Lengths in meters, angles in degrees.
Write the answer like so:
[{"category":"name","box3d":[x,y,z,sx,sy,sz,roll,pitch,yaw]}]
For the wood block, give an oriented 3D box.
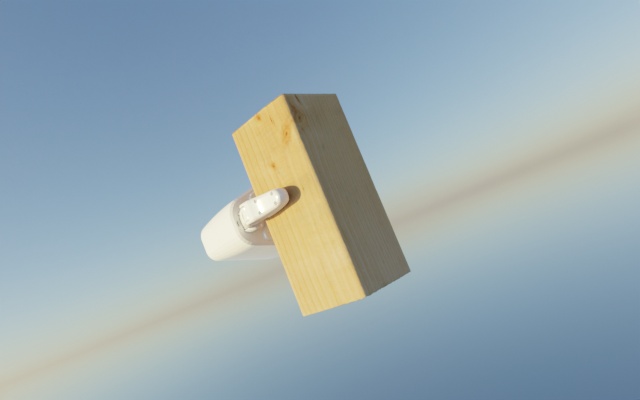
[{"category":"wood block","box3d":[0.000,0.002,0.501,0.090,0.206,0.091,-28,-8,40]}]
